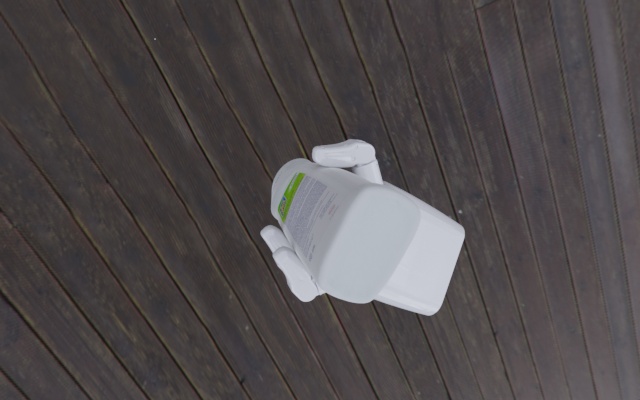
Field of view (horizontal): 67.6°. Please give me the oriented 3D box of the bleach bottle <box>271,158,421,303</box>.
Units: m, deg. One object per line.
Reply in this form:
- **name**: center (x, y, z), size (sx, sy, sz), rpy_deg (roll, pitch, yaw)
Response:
- **bleach bottle**: center (0.000, 0.002, 0.487), size (0.068, 0.102, 0.250), rpy_deg (24, 9, -24)
